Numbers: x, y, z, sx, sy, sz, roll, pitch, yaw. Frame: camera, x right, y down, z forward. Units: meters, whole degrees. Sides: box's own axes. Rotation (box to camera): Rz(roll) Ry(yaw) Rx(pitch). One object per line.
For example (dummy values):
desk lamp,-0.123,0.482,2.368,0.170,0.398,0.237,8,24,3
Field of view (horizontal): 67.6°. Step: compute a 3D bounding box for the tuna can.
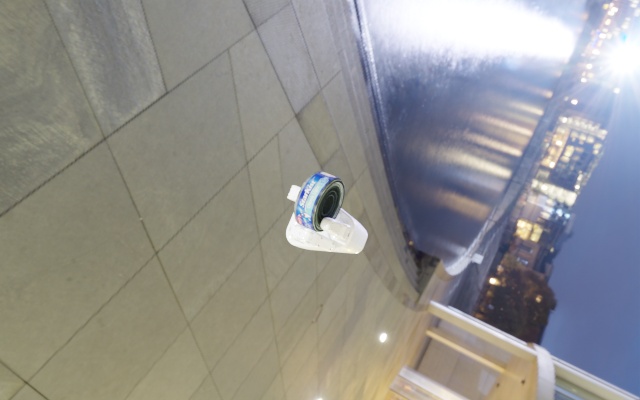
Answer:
tuna can,0.001,0.002,0.694,0.033,0.086,0.086,24,11,26
